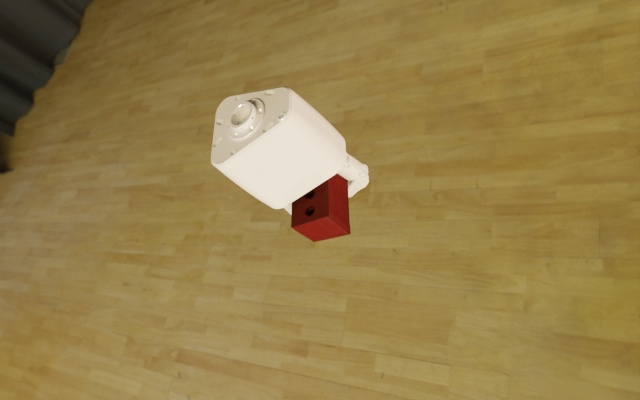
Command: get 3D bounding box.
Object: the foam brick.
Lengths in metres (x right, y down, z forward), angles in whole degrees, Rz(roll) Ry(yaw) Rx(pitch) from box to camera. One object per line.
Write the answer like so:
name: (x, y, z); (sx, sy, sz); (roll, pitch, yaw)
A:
foam brick: (0.000, 0.002, 0.568); (0.053, 0.078, 0.051); (-17, -32, 27)
